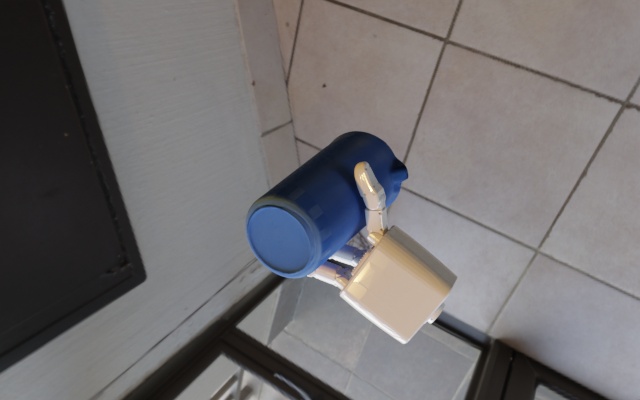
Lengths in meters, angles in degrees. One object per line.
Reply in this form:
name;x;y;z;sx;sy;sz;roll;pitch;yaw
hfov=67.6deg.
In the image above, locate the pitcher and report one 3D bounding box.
pitcher;0.000;0.002;0.652;0.145;0.149;0.242;40;37;9
